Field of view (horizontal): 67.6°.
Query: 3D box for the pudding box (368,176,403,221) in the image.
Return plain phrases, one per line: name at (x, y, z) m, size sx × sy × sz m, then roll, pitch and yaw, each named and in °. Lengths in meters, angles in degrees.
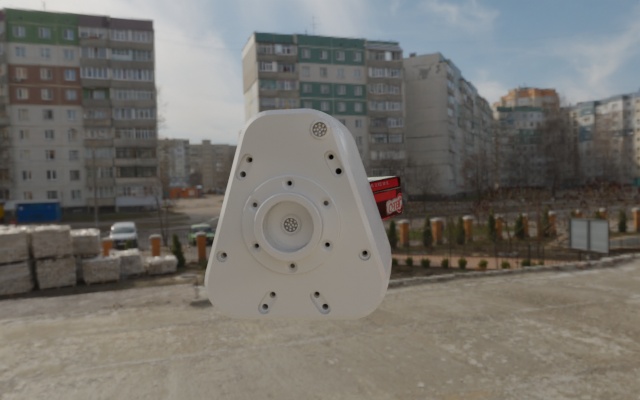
pudding box at (0.000, 0.001, 0.401) m, size 0.113 × 0.039 × 0.090 m, roll 2°, pitch 7°, yaw 34°
